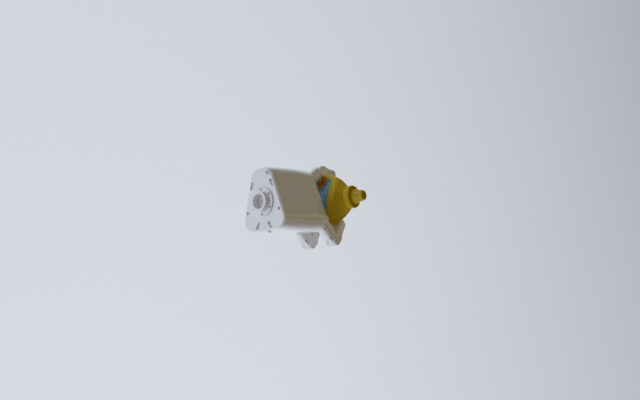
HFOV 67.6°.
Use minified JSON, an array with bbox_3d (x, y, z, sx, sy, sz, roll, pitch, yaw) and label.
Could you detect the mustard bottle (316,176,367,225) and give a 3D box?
[{"bbox_3d":[0.000,0.003,0.887,0.191,0.096,0.058,-10,-34,37],"label":"mustard bottle"}]
